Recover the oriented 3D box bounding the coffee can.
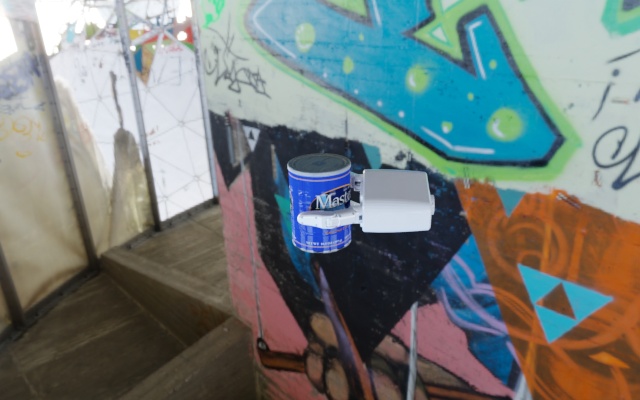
[{"bbox_3d":[0.000,0.002,0.799,0.103,0.140,0.102,-2,23,1],"label":"coffee can"}]
